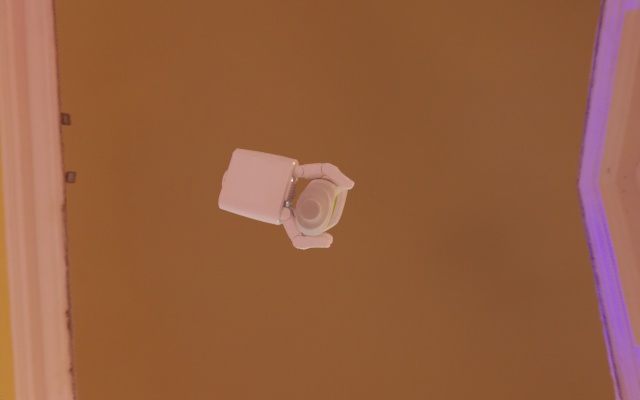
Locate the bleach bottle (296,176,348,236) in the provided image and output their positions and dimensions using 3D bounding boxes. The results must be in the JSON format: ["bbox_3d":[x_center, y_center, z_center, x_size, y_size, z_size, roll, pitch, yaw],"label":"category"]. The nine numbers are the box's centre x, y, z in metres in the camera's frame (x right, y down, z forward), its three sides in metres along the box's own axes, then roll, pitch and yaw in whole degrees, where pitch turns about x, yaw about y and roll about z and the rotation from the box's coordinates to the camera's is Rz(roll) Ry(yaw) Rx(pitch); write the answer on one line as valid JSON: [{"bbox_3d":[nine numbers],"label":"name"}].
[{"bbox_3d":[0.000,0.003,0.797,0.068,0.102,0.251,13,2,6],"label":"bleach bottle"}]
